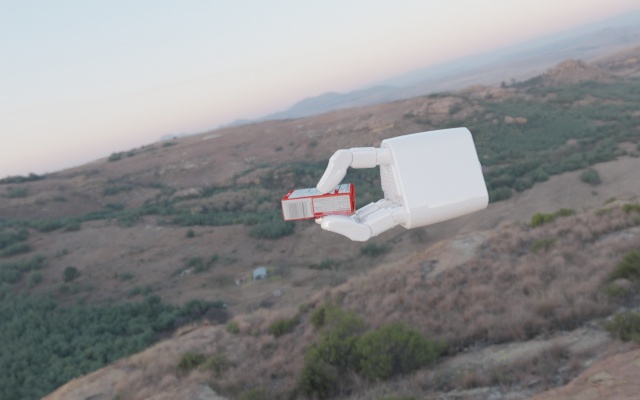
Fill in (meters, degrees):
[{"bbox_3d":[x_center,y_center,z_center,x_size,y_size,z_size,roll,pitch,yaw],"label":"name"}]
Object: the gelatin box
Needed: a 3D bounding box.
[{"bbox_3d":[0.000,0.002,0.611,0.089,0.030,0.073,-6,10,6],"label":"gelatin box"}]
